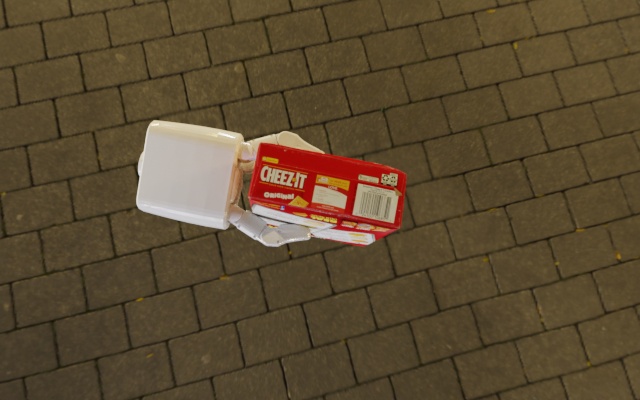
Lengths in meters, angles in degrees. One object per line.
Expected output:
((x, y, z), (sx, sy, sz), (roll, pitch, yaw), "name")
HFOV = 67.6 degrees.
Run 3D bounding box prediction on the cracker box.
((0.000, 0.002, 0.599), (0.164, 0.072, 0.214), (11, -11, -3), "cracker box")
